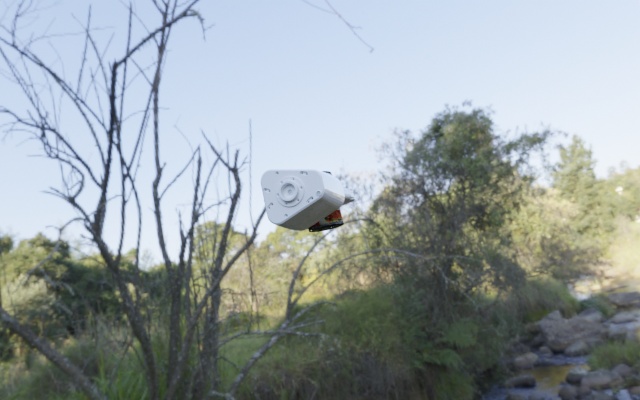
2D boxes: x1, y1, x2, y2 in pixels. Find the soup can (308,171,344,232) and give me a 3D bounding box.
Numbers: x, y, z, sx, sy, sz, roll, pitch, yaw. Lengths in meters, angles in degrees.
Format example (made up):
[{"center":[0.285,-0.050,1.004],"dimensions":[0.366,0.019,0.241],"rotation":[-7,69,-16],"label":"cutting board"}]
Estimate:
[{"center":[0.000,0.003,0.900],"dimensions":[0.068,0.102,0.068],"rotation":[-12,-11,-2],"label":"soup can"}]
